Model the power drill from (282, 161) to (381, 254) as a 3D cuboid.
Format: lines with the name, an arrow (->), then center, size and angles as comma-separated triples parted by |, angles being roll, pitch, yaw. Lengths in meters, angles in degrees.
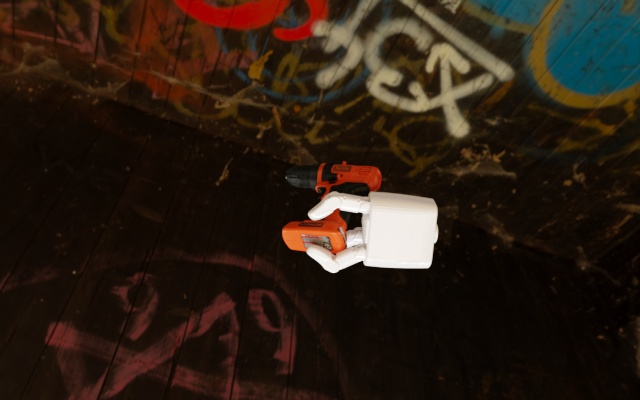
power drill -> 0.000, 0.003, 0.839 | 0.184, 0.057, 0.187 | 2, 46, 23
